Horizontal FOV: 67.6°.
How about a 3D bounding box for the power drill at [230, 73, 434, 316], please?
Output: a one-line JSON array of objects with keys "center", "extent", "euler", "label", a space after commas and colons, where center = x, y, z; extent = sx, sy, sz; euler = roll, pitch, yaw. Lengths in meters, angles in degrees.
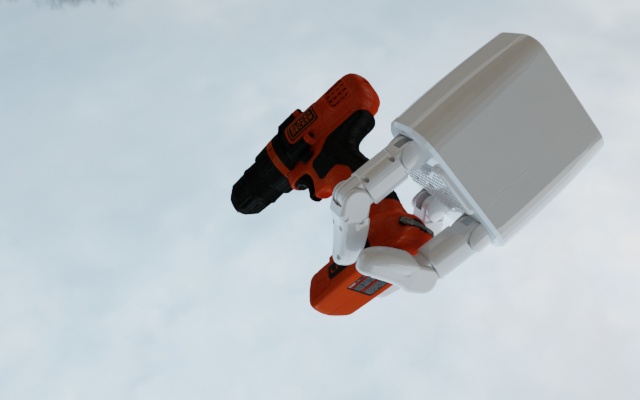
[{"center": [0.000, 0.002, 0.420], "extent": [0.184, 0.187, 0.057], "euler": [-42, -38, 23], "label": "power drill"}]
